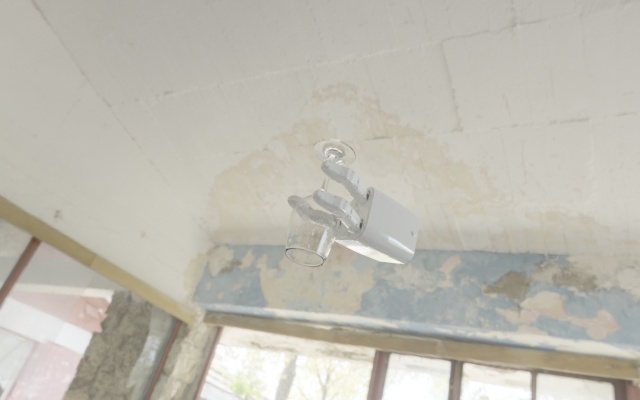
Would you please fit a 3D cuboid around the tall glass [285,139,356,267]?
[{"bbox_3d":[0.000,0.002,0.760,0.079,0.201,0.079,12,-30,7],"label":"tall glass"}]
